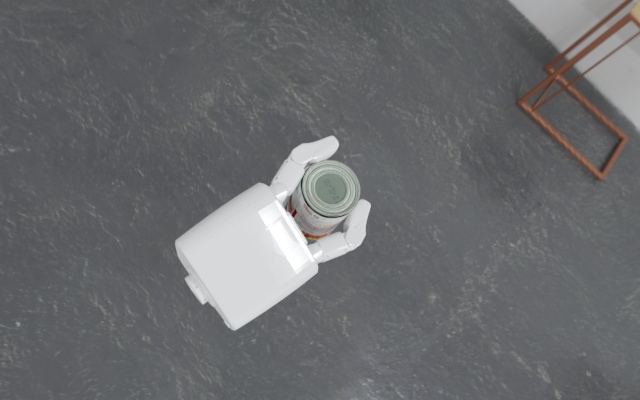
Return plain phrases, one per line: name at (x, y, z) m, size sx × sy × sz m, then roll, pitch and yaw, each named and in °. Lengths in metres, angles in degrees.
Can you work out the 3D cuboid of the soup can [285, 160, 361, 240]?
soup can at (0.001, 0.002, 0.555) m, size 0.068 × 0.068 × 0.102 m, roll 0°, pitch -18°, yaw -14°
